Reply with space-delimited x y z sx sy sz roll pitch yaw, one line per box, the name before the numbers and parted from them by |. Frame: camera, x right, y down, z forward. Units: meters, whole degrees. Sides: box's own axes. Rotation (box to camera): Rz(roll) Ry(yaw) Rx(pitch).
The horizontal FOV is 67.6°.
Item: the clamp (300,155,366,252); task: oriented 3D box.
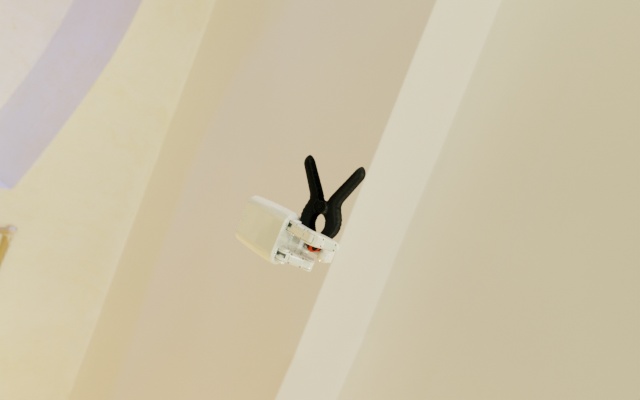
clamp | 0.000 0.003 0.845 0.120 0.171 0.039 26 6 34
